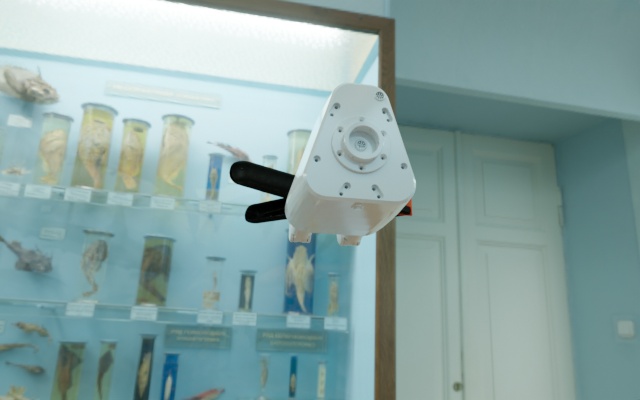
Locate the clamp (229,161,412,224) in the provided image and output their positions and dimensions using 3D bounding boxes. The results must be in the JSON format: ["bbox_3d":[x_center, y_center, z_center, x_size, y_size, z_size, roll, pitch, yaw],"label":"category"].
[{"bbox_3d":[0.001,0.001,0.562,0.210,0.036,0.165,5,-18,-9],"label":"clamp"}]
